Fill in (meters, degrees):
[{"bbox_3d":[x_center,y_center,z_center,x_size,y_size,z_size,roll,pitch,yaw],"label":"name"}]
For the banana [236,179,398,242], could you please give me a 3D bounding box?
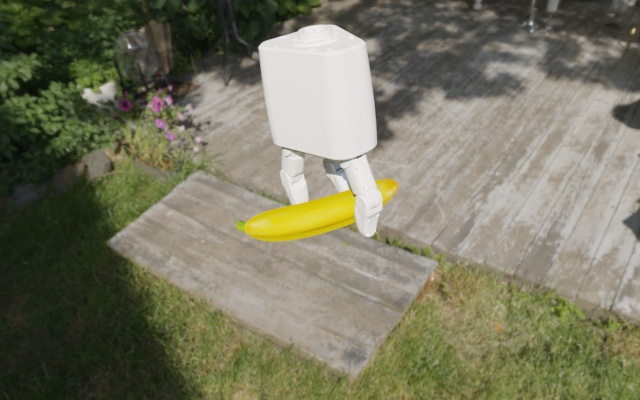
[{"bbox_3d":[0.000,0.011,0.537,0.198,0.037,0.069,-13,27,-3],"label":"banana"}]
